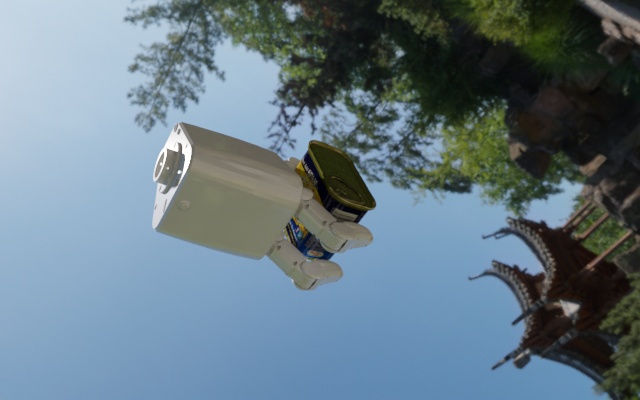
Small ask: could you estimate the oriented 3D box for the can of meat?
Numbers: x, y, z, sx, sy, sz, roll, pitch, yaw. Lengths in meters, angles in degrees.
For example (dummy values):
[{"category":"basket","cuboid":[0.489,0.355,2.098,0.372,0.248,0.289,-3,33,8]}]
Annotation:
[{"category":"can of meat","cuboid":[0.000,0.002,0.498,0.057,0.084,0.102,16,33,-34]}]
